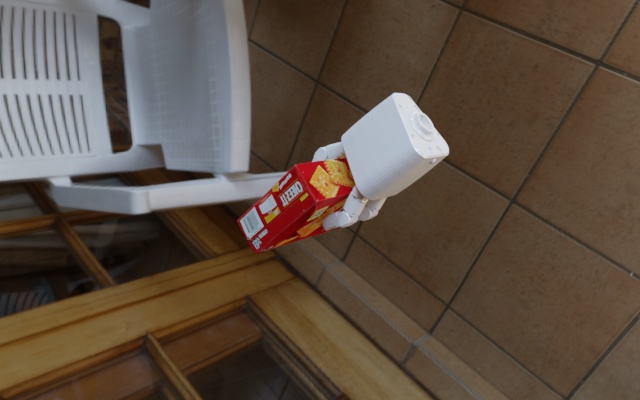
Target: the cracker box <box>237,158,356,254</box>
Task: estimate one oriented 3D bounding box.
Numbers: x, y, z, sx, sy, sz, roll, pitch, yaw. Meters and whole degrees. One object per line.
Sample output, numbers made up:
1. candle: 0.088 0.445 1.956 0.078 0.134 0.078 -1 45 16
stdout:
1. cracker box: 0.000 0.002 0.764 0.213 0.072 0.164 -12 -22 -49
